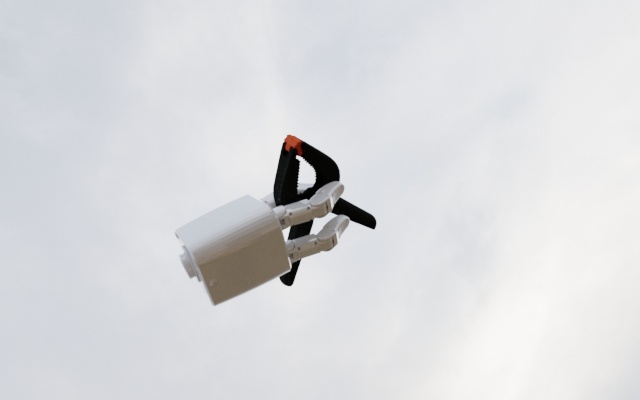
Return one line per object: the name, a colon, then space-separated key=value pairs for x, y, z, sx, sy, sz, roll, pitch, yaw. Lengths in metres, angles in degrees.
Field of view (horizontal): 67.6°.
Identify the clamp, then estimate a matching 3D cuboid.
clamp: x=-0.001 y=0.001 z=0.630 sx=0.164 sy=0.210 sz=0.036 roll=-27 pitch=39 yaw=-22
